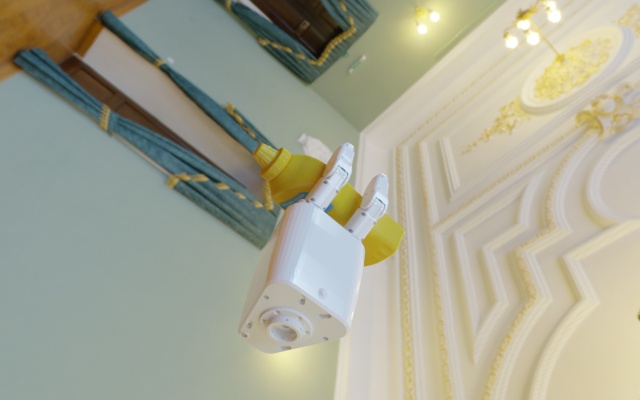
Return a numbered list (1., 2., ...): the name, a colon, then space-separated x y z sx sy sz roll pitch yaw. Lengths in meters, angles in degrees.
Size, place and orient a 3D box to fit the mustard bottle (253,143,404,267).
1. mustard bottle: 0.000 0.002 0.556 0.192 0.058 0.096 39 -30 -18
